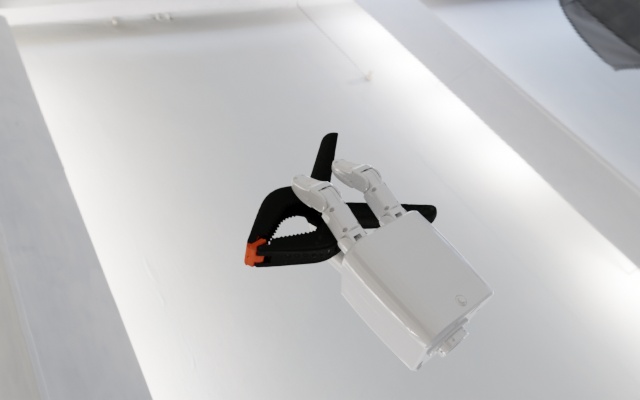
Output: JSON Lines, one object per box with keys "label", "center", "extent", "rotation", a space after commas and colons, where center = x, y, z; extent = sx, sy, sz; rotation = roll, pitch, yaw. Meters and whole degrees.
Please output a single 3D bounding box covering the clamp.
{"label": "clamp", "center": [0.000, 0.003, 0.501], "extent": [0.210, 0.036, 0.164], "rotation": [-24, 56, -33]}
